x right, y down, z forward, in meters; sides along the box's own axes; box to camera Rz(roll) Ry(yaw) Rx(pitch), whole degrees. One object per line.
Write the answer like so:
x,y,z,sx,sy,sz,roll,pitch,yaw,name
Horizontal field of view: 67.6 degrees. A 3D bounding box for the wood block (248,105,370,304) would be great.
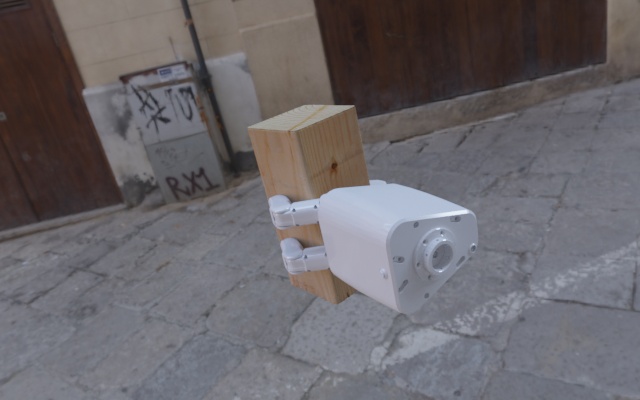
0.001,0.002,0.557,0.091,0.206,0.090,-29,27,-35,wood block
